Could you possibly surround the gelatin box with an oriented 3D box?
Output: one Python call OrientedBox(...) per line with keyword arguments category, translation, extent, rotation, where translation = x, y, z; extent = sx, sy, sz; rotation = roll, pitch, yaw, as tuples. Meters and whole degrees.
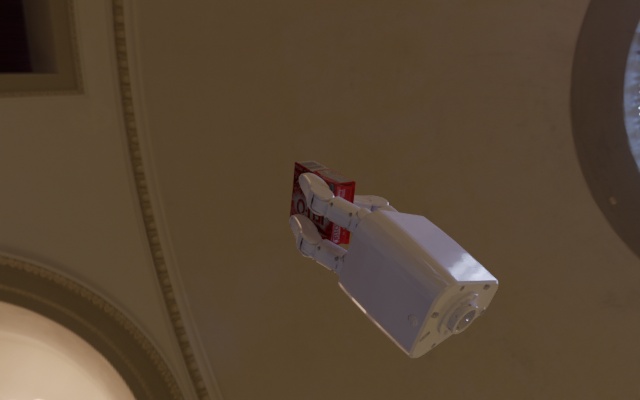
OrientedBox(category="gelatin box", translation=(0.000, 0.002, 0.541), extent=(0.030, 0.073, 0.089), rotation=(-7, 24, -33))
